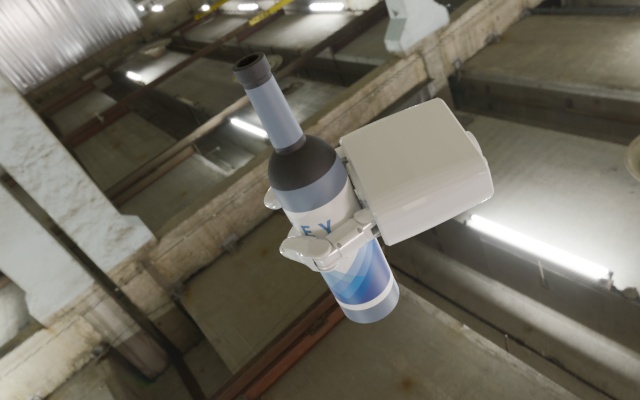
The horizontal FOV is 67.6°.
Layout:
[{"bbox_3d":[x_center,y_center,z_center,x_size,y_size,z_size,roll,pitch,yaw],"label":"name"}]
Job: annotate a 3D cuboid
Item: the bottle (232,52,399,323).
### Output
[{"bbox_3d":[0.000,0.002,0.445,0.069,0.296,0.069,-18,36,13],"label":"bottle"}]
